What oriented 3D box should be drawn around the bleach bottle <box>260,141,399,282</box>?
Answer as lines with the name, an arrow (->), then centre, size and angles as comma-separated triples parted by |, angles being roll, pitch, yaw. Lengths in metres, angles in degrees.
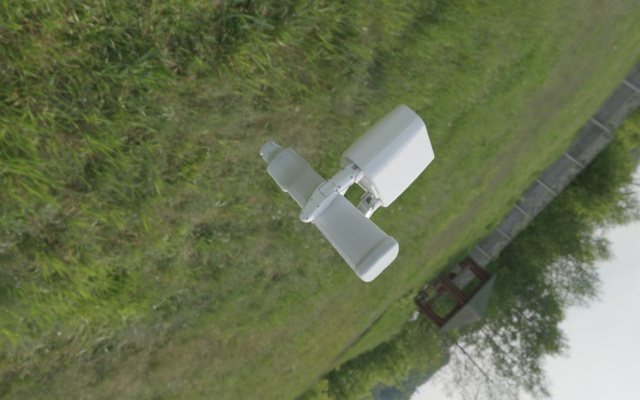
bleach bottle -> 0.000, 0.002, 0.680 | 0.250, 0.068, 0.102 | 46, -4, 18
